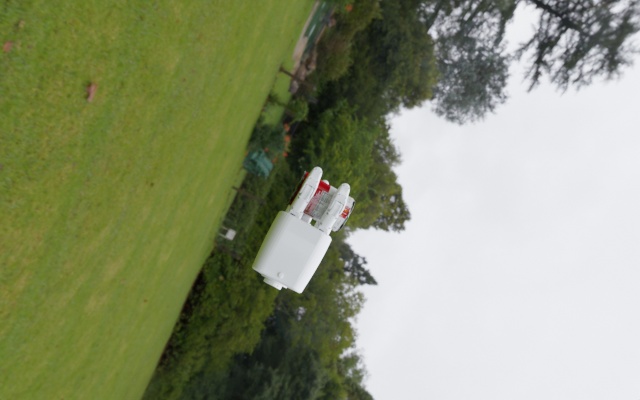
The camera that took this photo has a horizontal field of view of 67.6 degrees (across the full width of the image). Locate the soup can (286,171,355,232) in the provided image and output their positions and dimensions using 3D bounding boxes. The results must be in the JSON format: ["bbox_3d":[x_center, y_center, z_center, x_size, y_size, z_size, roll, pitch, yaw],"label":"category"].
[{"bbox_3d":[0.001,0.002,0.828,0.102,0.068,0.068,29,-3,-6],"label":"soup can"}]
